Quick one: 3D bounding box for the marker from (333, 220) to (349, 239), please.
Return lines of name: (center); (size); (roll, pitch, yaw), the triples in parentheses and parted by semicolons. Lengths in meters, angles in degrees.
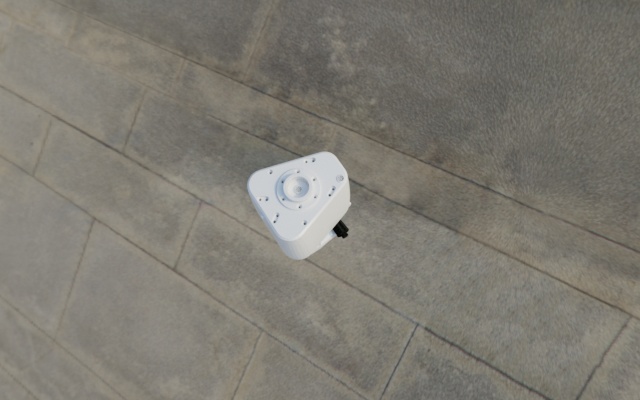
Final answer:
marker: (0.000, 0.002, 0.662); (0.020, 0.121, 0.020); (-33, -15, -10)
